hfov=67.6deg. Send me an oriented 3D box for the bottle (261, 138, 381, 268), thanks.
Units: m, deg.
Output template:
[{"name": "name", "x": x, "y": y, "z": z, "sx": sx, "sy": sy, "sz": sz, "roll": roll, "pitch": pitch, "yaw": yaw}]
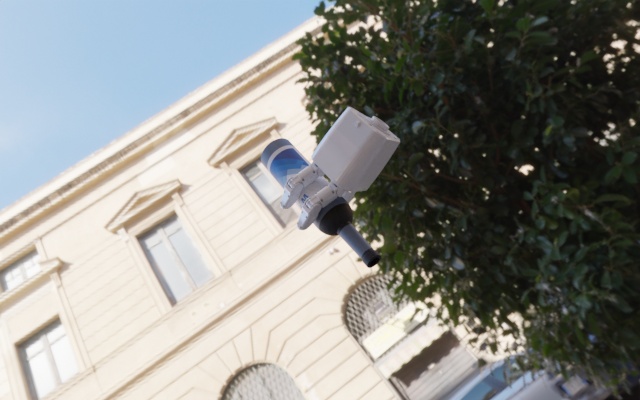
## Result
[{"name": "bottle", "x": 0.000, "y": 0.003, "z": 0.812, "sx": 0.069, "sy": 0.069, "sz": 0.295, "roll": 0, "pitch": 38, "yaw": -46}]
